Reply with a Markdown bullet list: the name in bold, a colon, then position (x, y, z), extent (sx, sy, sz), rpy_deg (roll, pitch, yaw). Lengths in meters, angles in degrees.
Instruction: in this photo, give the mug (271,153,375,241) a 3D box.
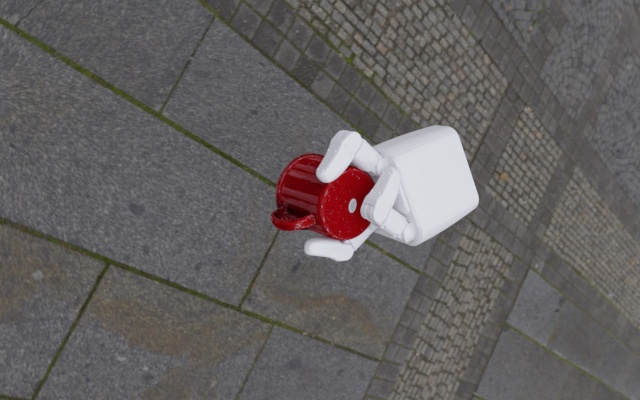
- **mug**: position (-0.001, 0.002, 0.530), extent (0.117, 0.093, 0.081), rpy_deg (-25, 25, -29)
